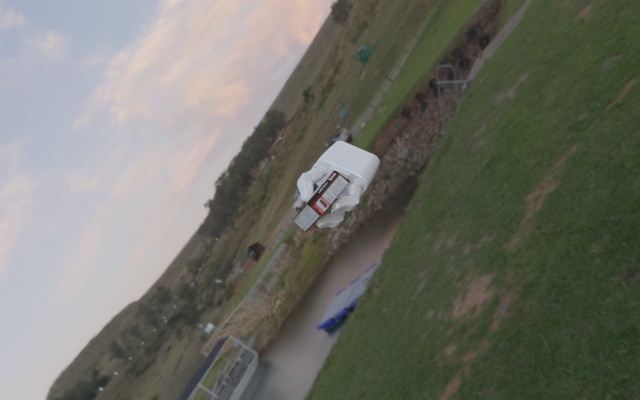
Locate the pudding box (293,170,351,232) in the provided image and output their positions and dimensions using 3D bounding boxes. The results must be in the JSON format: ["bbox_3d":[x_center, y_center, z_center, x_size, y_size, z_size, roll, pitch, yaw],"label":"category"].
[{"bbox_3d":[0.000,0.003,0.871,0.039,0.090,0.113,39,-23,1],"label":"pudding box"}]
